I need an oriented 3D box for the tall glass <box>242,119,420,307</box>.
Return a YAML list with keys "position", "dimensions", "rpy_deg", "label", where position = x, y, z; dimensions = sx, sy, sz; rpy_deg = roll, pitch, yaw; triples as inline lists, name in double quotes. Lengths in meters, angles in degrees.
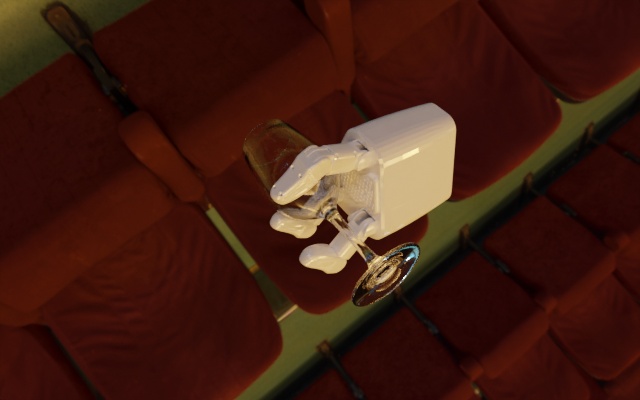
- position: [0.000, 0.002, 0.456]
  dimensions: [0.079, 0.079, 0.201]
  rpy_deg: [0, 39, -48]
  label: "tall glass"
